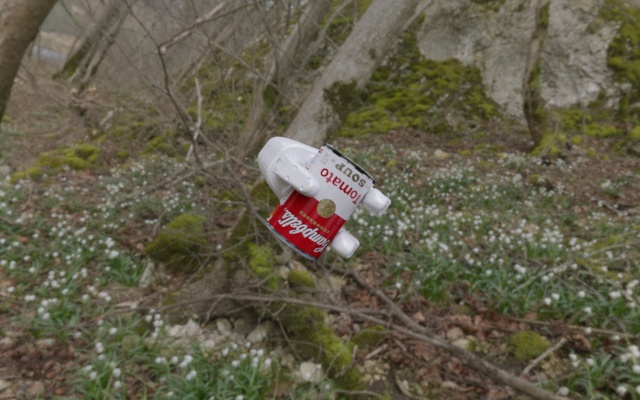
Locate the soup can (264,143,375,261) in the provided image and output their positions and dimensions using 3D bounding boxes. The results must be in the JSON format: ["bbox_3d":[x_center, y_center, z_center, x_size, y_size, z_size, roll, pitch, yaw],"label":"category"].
[{"bbox_3d":[0.000,0.001,0.488,0.068,0.102,0.068,37,2,-2],"label":"soup can"}]
